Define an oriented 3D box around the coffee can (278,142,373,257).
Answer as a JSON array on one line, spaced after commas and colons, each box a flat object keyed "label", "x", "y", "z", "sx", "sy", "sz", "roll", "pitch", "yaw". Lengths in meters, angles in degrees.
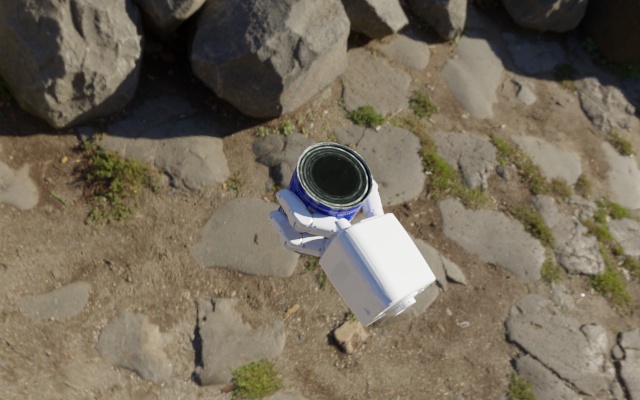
[{"label": "coffee can", "x": 0.000, "y": 0.002, "z": 0.663, "sx": 0.103, "sy": 0.102, "sz": 0.140, "roll": 0, "pitch": -31, "yaw": -18}]
